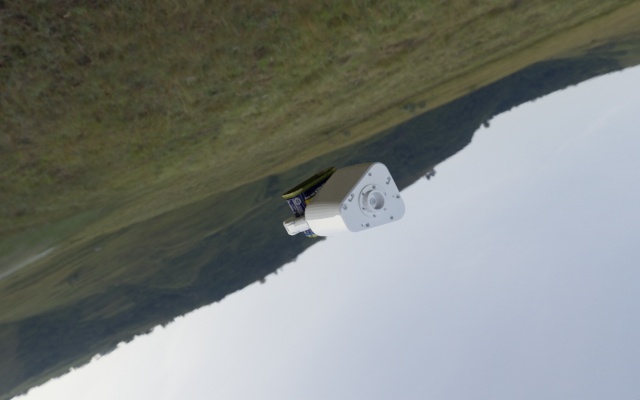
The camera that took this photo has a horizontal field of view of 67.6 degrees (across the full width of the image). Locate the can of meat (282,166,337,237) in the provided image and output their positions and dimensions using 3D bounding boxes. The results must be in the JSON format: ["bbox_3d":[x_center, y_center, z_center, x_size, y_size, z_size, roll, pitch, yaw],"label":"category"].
[{"bbox_3d":[0.000,0.003,0.809,0.102,0.084,0.057,-33,11,-28],"label":"can of meat"}]
